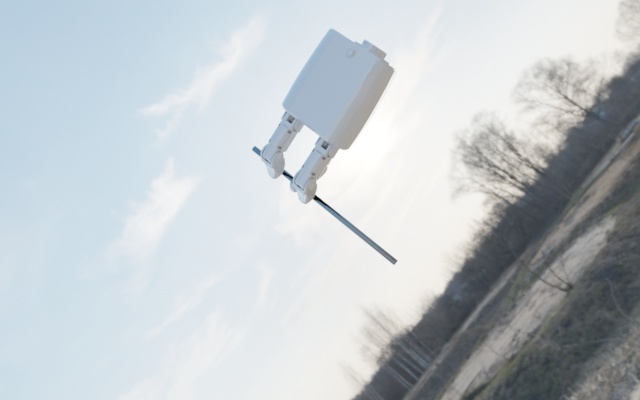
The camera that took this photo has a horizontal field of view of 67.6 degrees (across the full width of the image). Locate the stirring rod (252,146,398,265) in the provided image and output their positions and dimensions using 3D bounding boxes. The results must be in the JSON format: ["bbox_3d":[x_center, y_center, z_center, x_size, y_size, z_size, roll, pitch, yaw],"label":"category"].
[{"bbox_3d":[0.000,0.002,0.601,0.239,0.011,0.011,39,14,18],"label":"stirring rod"}]
